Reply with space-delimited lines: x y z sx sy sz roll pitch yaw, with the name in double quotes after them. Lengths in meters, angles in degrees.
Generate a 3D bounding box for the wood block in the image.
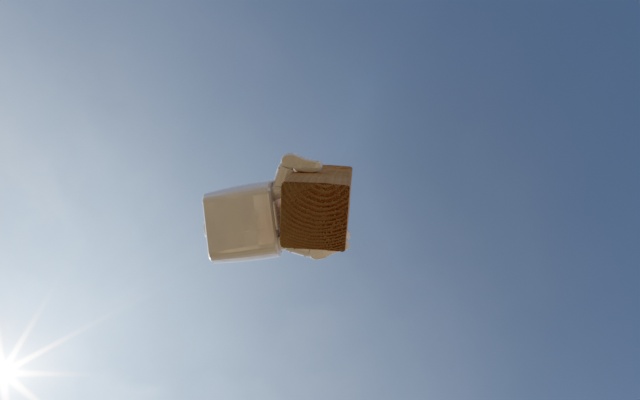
0.000 0.002 0.716 0.090 0.091 0.206 3 11 4 "wood block"
